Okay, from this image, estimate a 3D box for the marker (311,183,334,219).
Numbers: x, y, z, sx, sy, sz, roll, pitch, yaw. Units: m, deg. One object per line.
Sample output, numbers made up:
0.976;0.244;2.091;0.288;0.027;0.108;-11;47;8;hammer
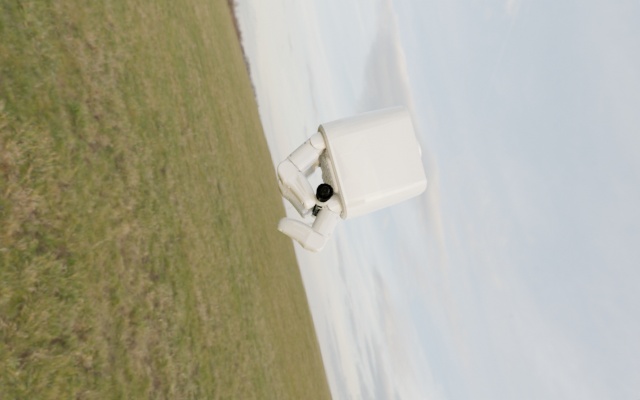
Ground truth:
0.000;0.002;0.556;0.020;0.020;0.121;0;-12;-5;marker
